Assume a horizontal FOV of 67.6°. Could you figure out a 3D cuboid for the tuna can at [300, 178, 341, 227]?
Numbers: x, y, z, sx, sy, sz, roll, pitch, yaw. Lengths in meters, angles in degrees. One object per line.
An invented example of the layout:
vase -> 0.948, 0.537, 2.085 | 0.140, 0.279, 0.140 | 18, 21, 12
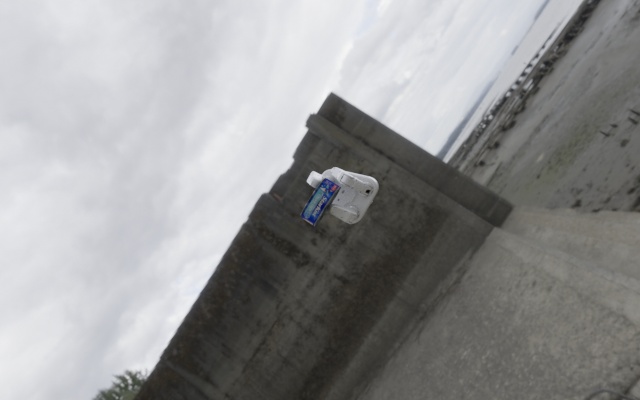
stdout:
tuna can -> 0.000, 0.002, 0.857 | 0.034, 0.086, 0.086 | 33, 3, 4
